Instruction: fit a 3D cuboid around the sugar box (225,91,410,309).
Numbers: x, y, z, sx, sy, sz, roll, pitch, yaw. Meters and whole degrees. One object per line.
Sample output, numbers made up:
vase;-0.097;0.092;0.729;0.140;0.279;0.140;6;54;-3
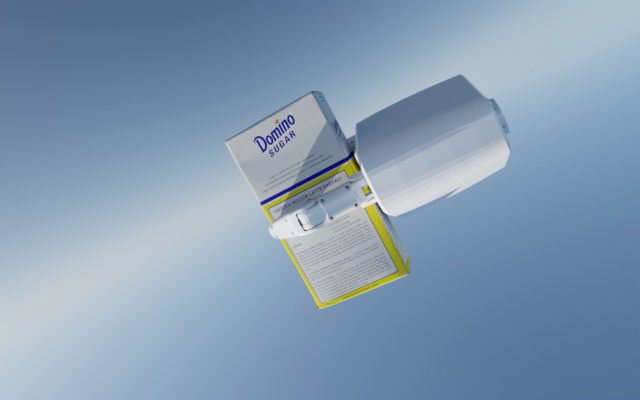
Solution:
sugar box;0.000;0.001;0.429;0.093;0.176;0.048;-26;5;16
